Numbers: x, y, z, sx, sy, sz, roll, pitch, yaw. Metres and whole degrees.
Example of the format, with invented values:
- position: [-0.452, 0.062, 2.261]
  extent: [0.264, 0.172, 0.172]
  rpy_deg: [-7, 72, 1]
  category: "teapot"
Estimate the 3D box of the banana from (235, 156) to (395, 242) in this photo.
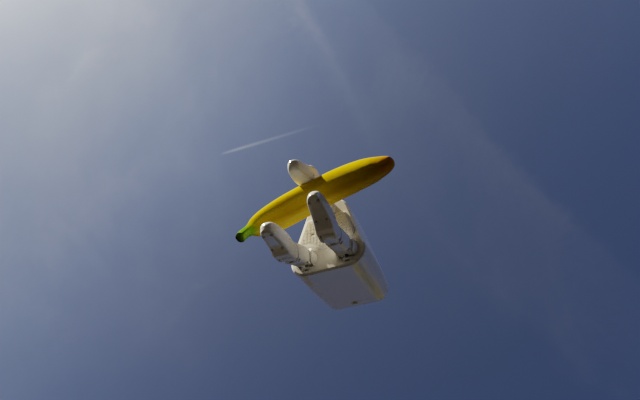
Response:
- position: [-0.006, -0.002, 0.565]
  extent: [0.198, 0.037, 0.069]
  rpy_deg: [-28, 18, 0]
  category: "banana"
